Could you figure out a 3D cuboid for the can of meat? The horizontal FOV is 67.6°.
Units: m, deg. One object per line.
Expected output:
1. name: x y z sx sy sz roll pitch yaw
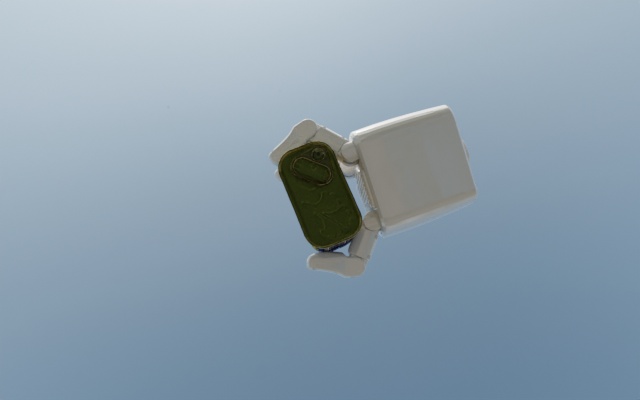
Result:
1. can of meat: 0.000 0.002 0.490 0.057 0.102 0.084 -23 -11 -3
